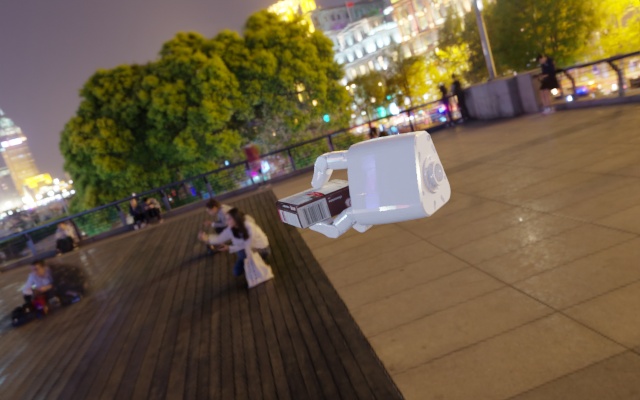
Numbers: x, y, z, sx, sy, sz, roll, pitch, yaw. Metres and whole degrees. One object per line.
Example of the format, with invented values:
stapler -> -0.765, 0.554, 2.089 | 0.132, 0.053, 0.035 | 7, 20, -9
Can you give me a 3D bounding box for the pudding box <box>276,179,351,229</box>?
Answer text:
pudding box -> 0.000, 0.002, 0.722 | 0.113, 0.039, 0.090 | -20, 12, -22
